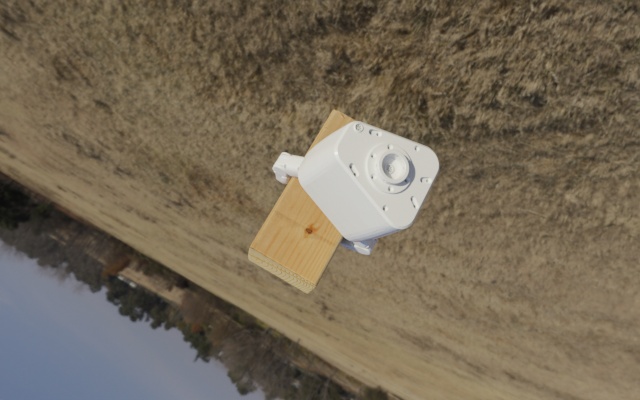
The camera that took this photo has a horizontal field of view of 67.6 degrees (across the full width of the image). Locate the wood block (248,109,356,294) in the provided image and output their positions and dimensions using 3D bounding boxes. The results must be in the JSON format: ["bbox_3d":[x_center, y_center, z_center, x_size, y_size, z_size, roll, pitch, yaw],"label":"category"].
[{"bbox_3d":[0.000,0.002,0.608,0.091,0.206,0.090,30,-18,1],"label":"wood block"}]
